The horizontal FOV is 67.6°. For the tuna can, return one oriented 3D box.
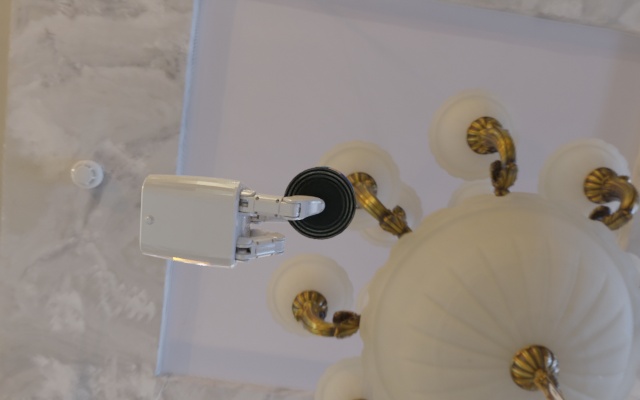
[{"bbox_3d":[0.000,0.002,0.574,0.086,0.086,0.033,0,8,5],"label":"tuna can"}]
